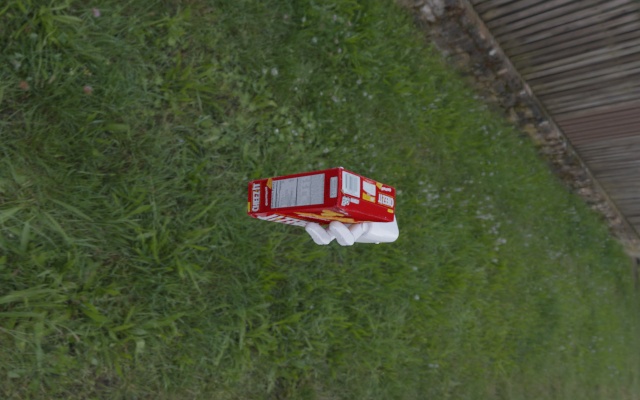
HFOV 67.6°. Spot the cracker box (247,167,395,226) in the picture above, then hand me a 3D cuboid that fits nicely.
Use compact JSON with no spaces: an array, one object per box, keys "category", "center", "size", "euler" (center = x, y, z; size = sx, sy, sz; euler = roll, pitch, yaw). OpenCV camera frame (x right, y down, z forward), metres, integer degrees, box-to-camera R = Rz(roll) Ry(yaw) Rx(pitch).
[{"category":"cracker box","center":[0.000,0.003,0.853],"size":[0.214,0.072,0.164],"euler":[-6,-14,40]}]
